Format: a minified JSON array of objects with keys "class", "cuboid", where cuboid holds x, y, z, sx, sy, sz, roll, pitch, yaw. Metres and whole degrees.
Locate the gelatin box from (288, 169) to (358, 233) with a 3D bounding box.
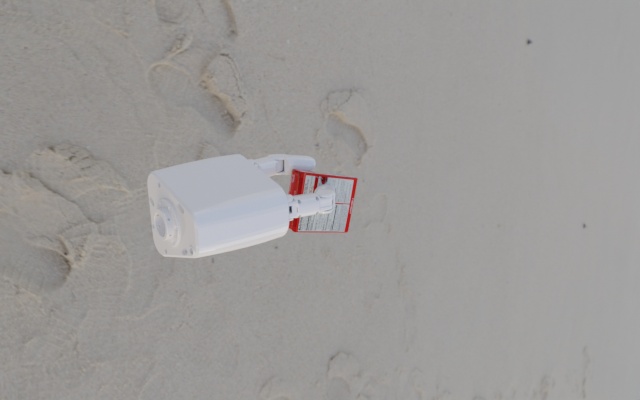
[{"class":"gelatin box","cuboid":[0.001,0.002,0.596,0.089,0.073,0.030,3,10,-38]}]
